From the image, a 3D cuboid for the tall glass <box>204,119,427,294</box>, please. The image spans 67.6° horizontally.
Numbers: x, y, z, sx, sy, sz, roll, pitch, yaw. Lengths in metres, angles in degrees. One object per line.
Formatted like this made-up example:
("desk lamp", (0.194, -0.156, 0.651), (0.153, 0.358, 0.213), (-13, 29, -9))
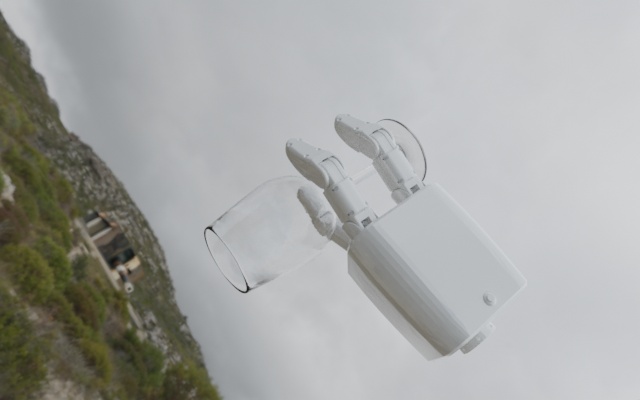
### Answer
("tall glass", (0.000, 0.001, 0.422), (0.201, 0.079, 0.079), (-31, 15, -27))
